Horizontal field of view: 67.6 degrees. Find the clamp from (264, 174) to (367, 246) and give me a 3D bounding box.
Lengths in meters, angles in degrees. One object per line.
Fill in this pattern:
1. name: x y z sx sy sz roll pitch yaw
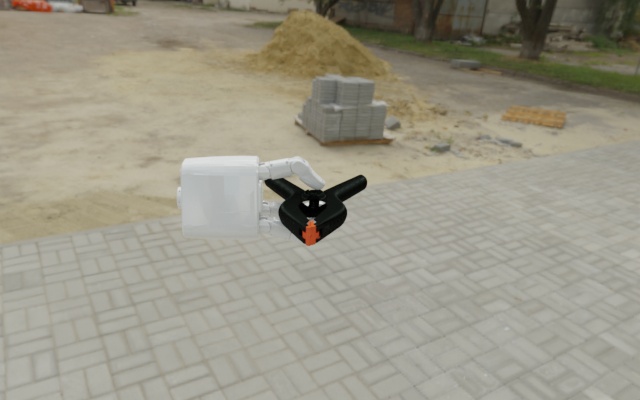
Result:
1. clamp: 0.000 0.002 0.690 0.164 0.036 0.210 -2 24 -5
